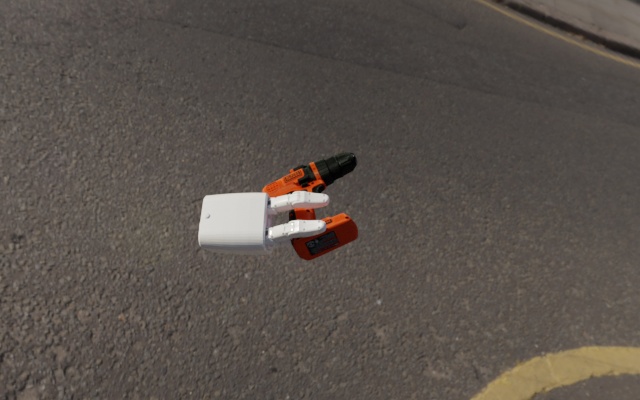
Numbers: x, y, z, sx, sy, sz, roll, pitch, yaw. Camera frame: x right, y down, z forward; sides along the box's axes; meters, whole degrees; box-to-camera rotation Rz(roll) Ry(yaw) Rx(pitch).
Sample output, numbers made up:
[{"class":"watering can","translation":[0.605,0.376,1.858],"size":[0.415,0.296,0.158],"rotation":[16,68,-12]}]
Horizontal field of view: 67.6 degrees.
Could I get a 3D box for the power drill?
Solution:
[{"class":"power drill","translation":[0.000,0.003,0.823],"size":[0.184,0.057,0.187],"rotation":[-26,41,2]}]
